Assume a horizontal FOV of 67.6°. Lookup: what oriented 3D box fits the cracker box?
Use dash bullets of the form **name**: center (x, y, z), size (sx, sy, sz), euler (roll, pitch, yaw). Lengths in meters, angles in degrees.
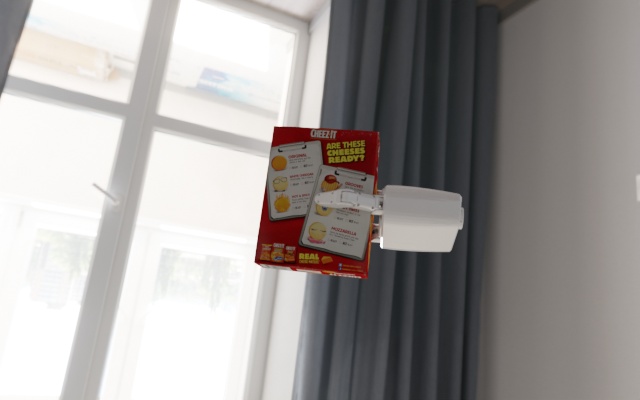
- **cracker box**: center (0.000, 0.002, 0.721), size (0.164, 0.213, 0.072), euler (5, -14, 8)
